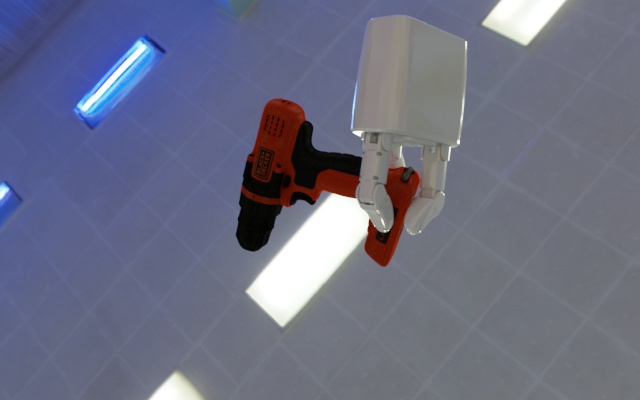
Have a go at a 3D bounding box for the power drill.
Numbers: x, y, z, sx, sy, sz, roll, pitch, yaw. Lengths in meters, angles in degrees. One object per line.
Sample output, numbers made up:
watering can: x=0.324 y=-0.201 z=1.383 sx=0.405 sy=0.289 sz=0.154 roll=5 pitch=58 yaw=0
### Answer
power drill: x=0.001 y=0.002 z=0.524 sx=0.187 sy=0.184 sz=0.057 roll=22 pitch=24 yaw=11
